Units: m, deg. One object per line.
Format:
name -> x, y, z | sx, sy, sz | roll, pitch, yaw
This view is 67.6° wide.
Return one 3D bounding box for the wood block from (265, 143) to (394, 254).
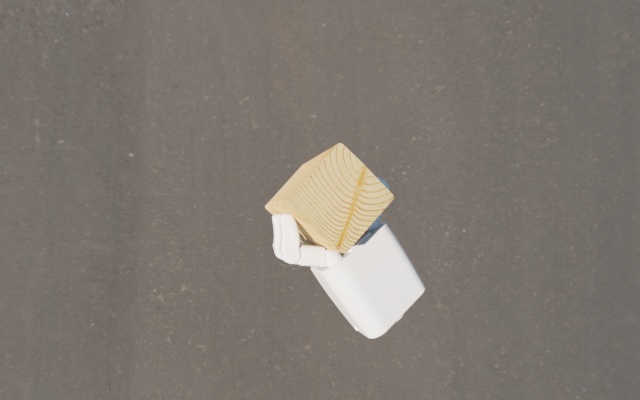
wood block -> 0.001, 0.002, 0.620 | 0.090, 0.091, 0.206 | 44, -11, -8
